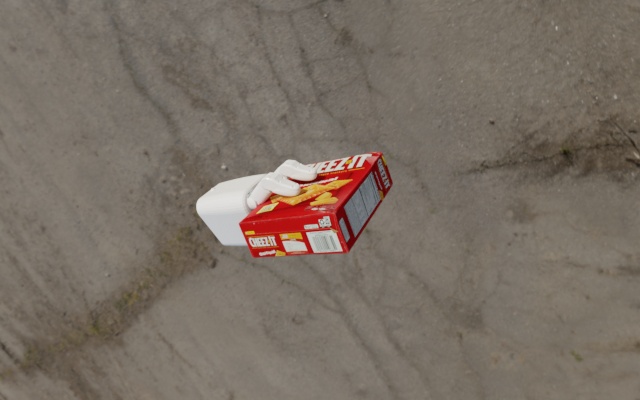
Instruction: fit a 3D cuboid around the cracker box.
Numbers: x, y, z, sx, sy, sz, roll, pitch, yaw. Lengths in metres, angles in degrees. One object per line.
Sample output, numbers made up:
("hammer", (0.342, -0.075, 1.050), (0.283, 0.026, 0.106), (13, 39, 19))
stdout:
("cracker box", (0.000, 0.003, 0.746), (0.164, 0.072, 0.213), (-7, 25, 30))
